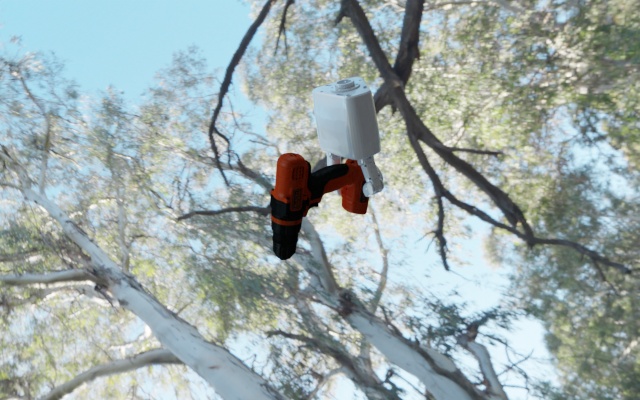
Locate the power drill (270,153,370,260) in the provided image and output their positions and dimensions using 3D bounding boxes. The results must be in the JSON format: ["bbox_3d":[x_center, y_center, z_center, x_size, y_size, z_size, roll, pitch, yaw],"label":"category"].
[{"bbox_3d":[0.000,0.002,0.812,0.187,0.184,0.057,-13,30,-38],"label":"power drill"}]
